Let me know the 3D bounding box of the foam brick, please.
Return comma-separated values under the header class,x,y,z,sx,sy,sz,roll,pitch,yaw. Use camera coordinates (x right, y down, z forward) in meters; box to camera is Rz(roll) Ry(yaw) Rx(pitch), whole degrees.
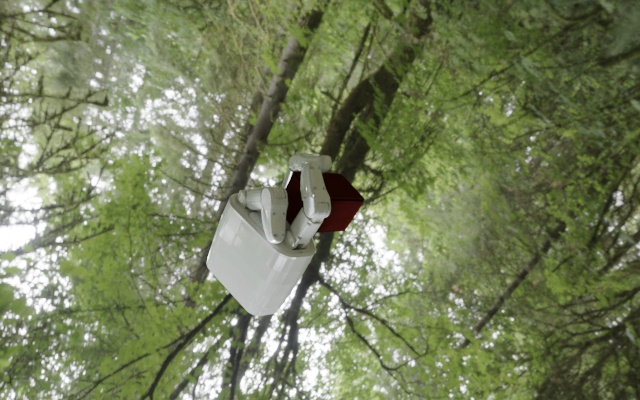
class,x,y,z,sx,sy,sz,roll,pitch,yaw
foam brick,0.000,0.002,0.562,0.078,0.051,0.053,1,38,-40
